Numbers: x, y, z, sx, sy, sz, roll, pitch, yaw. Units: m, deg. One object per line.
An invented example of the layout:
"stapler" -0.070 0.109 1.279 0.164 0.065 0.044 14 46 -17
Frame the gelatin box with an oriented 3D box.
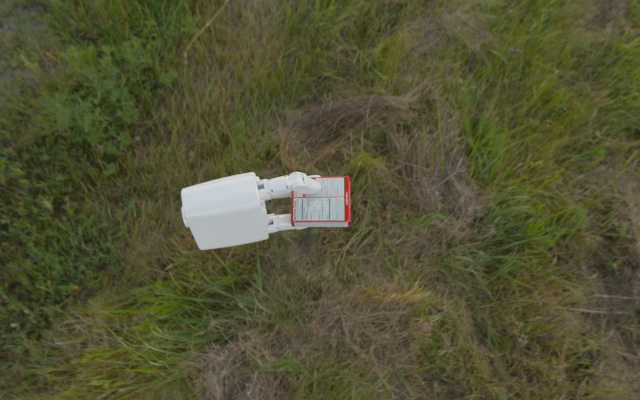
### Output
"gelatin box" 0.000 0.002 0.722 0.089 0.073 0.030 -1 -22 4
